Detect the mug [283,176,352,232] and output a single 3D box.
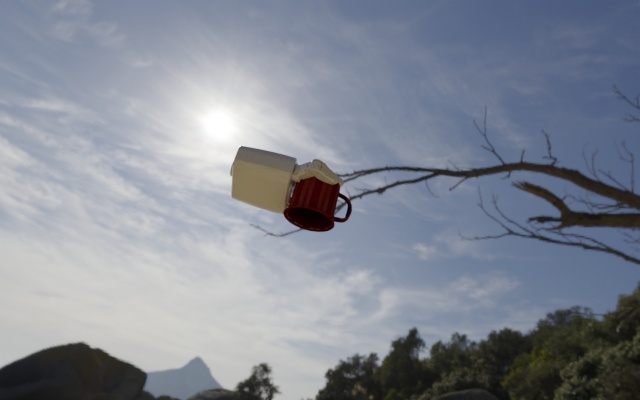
[{"bbox_3d":[0.002,0.003,0.858,0.117,0.081,0.093,15,-28,0],"label":"mug"}]
